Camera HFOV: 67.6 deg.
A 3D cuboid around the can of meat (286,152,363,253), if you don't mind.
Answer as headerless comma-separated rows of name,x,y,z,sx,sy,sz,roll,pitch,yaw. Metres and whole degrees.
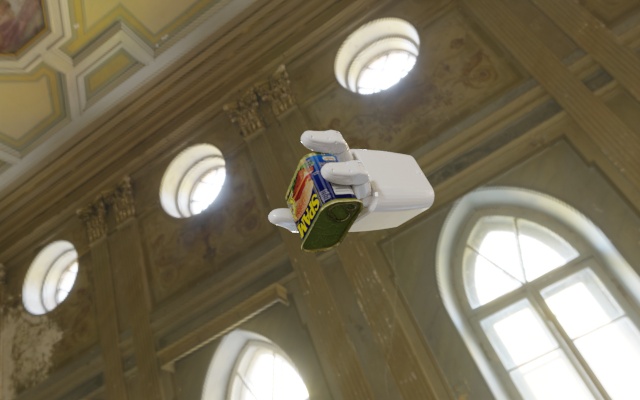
can of meat,0.000,0.002,0.600,0.057,0.084,0.102,-3,-39,-28
